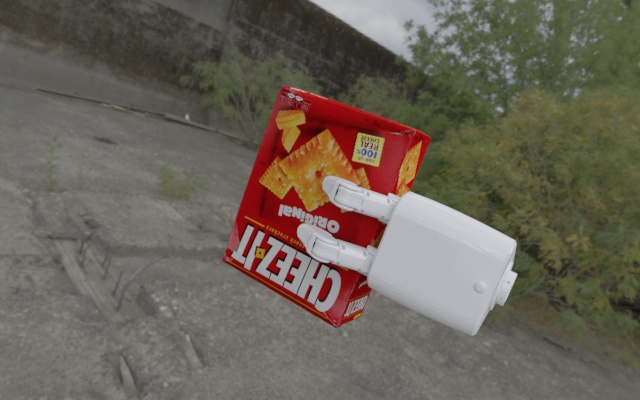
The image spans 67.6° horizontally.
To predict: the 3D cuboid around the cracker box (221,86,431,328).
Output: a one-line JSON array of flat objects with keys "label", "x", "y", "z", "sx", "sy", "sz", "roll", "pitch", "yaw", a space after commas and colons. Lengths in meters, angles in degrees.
[{"label": "cracker box", "x": 0.000, "y": 0.002, "z": 0.519, "sx": 0.164, "sy": 0.214, "sz": 0.072, "roll": 25, "pitch": 10, "yaw": 26}]
